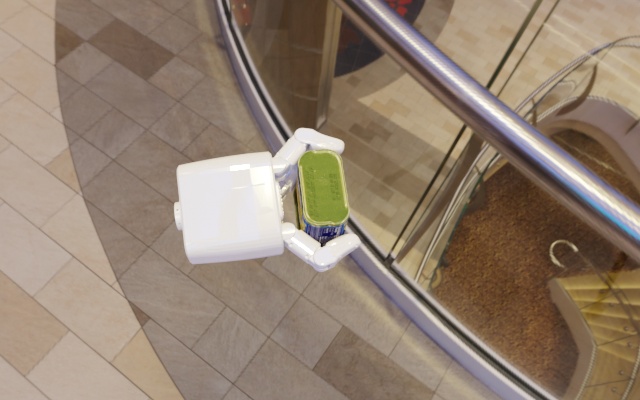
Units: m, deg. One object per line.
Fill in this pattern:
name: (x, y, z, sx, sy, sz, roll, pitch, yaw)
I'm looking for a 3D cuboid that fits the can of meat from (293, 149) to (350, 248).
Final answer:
can of meat: (0.000, 0.002, 0.564, 0.057, 0.102, 0.084, -5, -26, -7)
